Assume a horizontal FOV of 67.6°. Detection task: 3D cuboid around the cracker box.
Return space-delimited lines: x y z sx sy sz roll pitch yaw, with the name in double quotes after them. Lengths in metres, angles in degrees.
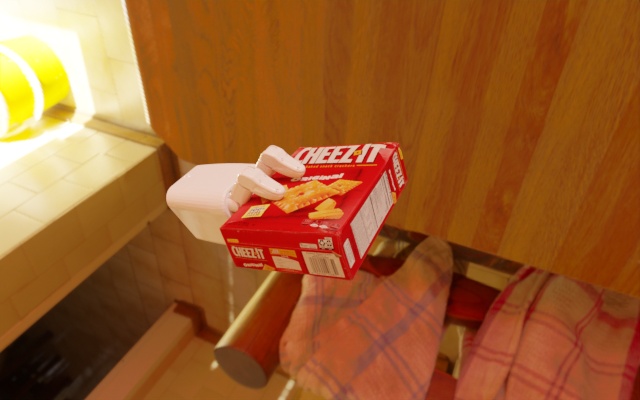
0.000 0.002 0.618 0.164 0.072 0.213 1 34 29 "cracker box"
